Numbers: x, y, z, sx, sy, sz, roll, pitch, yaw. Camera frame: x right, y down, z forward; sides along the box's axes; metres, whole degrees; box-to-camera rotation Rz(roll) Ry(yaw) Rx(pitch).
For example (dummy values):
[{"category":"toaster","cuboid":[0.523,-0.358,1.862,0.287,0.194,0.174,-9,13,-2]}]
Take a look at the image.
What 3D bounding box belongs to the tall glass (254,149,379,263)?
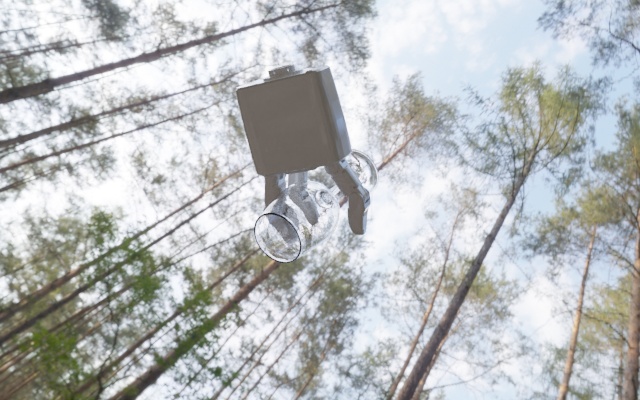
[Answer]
[{"category":"tall glass","cuboid":[0.001,0.002,0.595,0.079,0.079,0.201,0,24,31]}]
